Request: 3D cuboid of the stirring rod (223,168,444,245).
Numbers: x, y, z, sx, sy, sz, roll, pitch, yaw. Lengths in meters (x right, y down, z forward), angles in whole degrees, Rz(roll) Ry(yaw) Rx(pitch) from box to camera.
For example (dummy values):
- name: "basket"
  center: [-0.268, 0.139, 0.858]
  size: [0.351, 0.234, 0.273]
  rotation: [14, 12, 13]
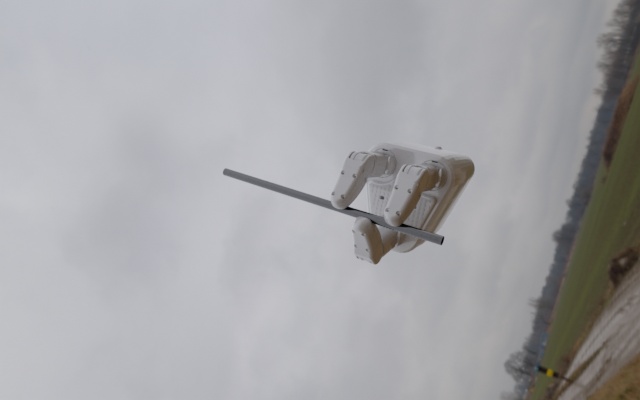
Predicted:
- name: "stirring rod"
  center: [0.000, 0.002, 0.453]
  size: [0.239, 0.011, 0.011]
  rotation: [18, 8, 28]
